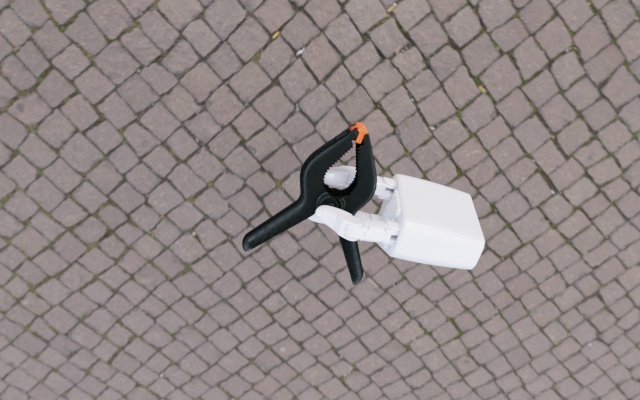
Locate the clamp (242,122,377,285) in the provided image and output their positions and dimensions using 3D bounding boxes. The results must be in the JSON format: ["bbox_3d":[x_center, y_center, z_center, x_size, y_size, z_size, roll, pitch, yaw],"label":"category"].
[{"bbox_3d":[0.001,0.002,0.586,0.164,0.210,0.036,12,23,-10],"label":"clamp"}]
